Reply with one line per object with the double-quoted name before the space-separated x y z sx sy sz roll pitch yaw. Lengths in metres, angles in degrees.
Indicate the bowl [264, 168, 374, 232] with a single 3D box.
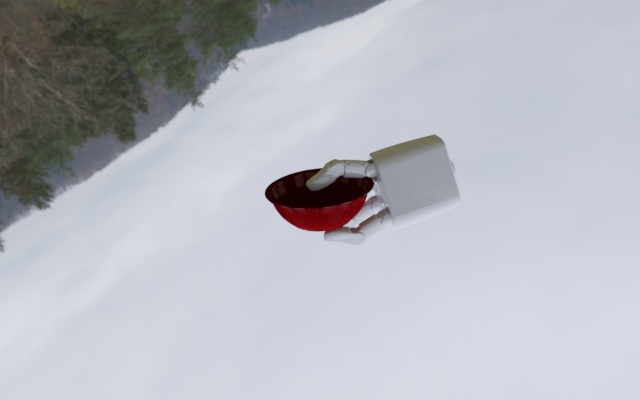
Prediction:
"bowl" -0.001 0.003 0.712 0.162 0.055 0.162 -5 23 2
